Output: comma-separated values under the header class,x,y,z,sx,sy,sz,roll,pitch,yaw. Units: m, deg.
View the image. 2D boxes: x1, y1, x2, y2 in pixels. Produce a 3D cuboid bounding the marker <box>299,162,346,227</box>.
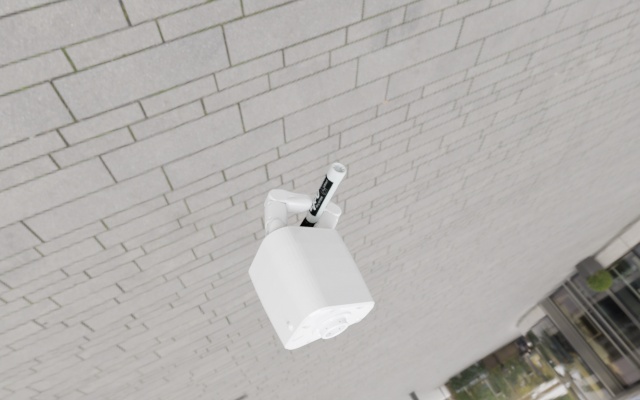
class,x,y,z,sx,sy,sz,roll,pitch,yaw
marker,0.000,0.002,0.582,0.020,0.020,0.121,0,-40,-27
